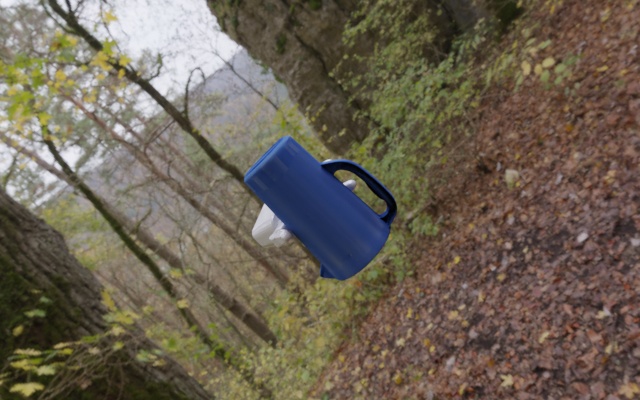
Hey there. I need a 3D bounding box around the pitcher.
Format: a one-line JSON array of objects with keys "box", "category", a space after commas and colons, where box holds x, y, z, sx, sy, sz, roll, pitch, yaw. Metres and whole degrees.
[{"box": [0.000, 0.003, 0.804, 0.149, 0.243, 0.145, -53, 13, -32], "category": "pitcher"}]
